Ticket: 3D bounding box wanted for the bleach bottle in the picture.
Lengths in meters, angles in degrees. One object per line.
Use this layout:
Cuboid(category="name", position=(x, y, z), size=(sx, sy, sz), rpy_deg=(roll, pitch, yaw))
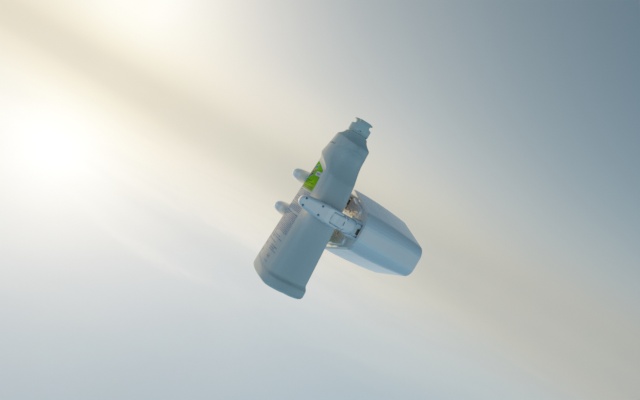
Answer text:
Cuboid(category="bleach bottle", position=(0.000, 0.002, 0.653), size=(0.068, 0.251, 0.102), rpy_deg=(30, 1, -22))
